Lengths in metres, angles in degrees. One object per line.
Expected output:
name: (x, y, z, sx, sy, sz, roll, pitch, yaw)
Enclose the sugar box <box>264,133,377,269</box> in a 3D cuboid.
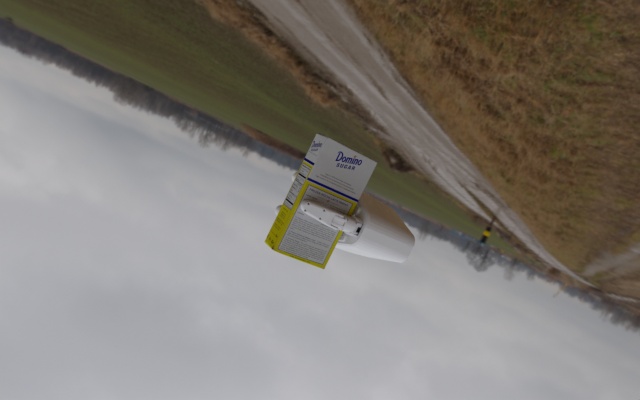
sugar box: (0.000, 0.002, 0.685, 0.093, 0.176, 0.048, 24, 4, -30)
